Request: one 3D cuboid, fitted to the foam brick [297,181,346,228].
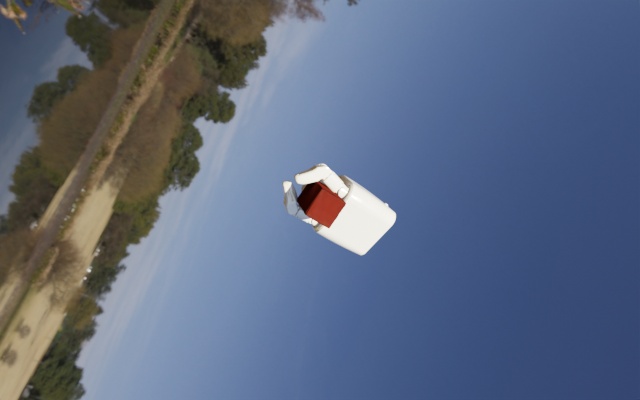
[{"bbox_3d":[0.000,0.003,0.798,0.051,0.053,0.078,32,7,-21],"label":"foam brick"}]
